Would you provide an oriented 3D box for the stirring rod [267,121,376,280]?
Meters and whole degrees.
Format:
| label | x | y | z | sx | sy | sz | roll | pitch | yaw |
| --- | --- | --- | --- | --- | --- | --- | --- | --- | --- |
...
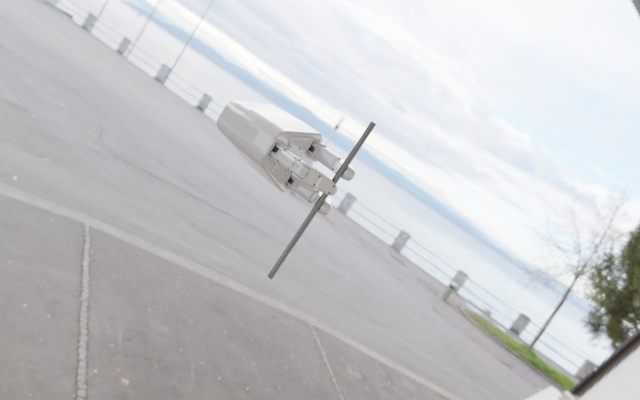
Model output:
| label | x | y | z | sx | sy | sz | roll | pitch | yaw |
| --- | --- | --- | --- | --- | --- | --- | --- | --- | --- |
| stirring rod | 0.000 | 0.002 | 0.612 | 0.011 | 0.239 | 0.011 | 33 | 7 | -4 |
